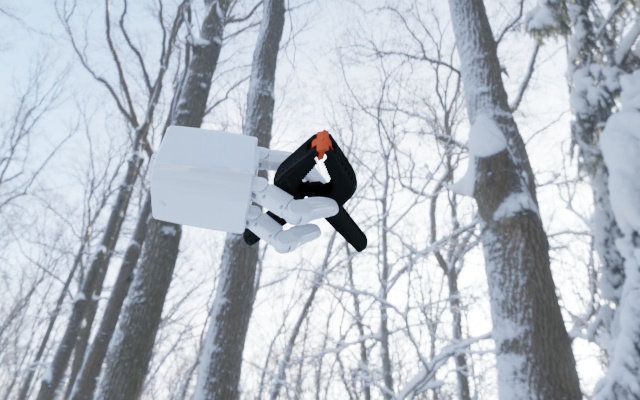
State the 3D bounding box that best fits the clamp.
[{"bbox_3d":[0.000,0.001,0.569,0.164,0.036,0.210,7,-38,-11],"label":"clamp"}]
